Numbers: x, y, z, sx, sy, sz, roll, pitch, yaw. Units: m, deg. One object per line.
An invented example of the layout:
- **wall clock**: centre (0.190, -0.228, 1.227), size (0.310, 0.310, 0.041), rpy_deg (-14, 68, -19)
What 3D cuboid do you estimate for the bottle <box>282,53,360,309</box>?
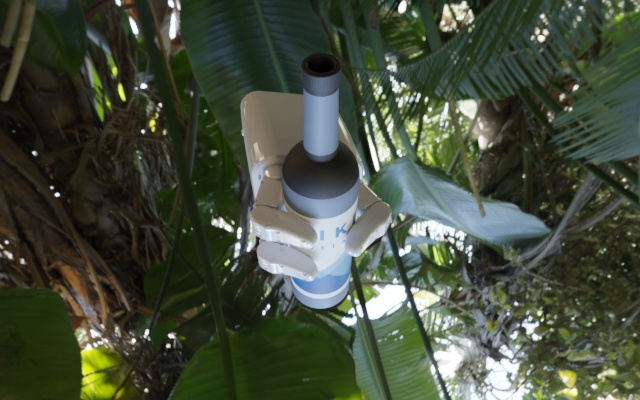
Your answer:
- **bottle**: centre (0.000, 0.002, 0.434), size (0.069, 0.069, 0.296), rpy_deg (0, -39, 0)
